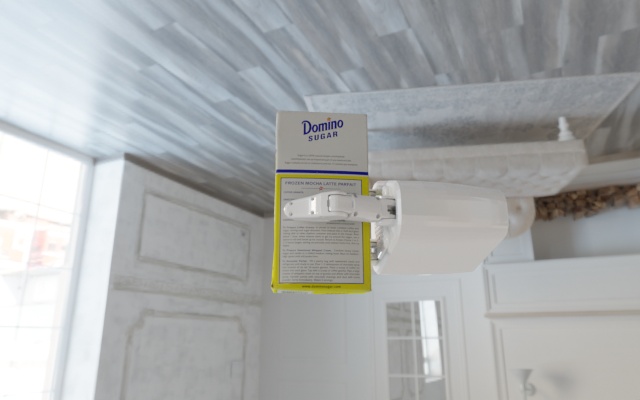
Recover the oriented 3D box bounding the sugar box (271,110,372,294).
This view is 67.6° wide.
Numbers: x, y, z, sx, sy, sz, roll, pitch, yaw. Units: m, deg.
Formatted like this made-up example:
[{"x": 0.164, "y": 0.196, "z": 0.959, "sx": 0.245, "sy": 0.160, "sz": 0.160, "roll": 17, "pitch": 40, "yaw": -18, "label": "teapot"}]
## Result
[{"x": 0.000, "y": 0.002, "z": 0.471, "sx": 0.093, "sy": 0.176, "sz": 0.048, "roll": 2, "pitch": -16, "yaw": -5, "label": "sugar box"}]
